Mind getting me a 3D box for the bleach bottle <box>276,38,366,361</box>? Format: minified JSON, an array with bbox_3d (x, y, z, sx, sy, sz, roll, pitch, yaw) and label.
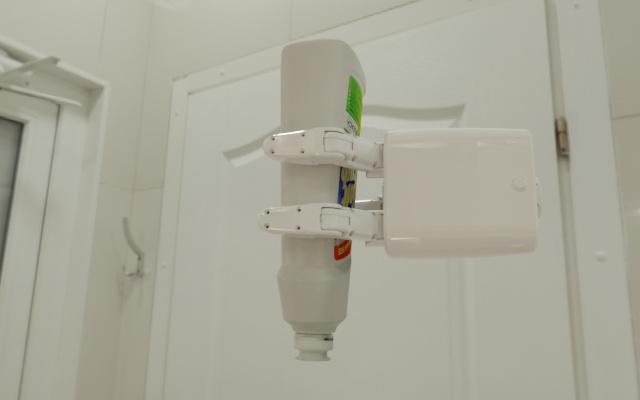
[{"bbox_3d":[0.000,0.001,0.401,0.068,0.250,0.102,-1,-12,14],"label":"bleach bottle"}]
